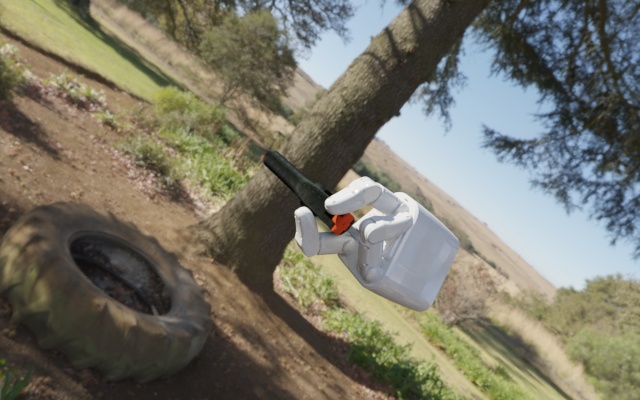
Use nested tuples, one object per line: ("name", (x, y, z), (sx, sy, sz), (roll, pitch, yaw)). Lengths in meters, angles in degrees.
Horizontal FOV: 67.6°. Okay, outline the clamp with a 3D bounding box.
("clamp", (0.000, 0.001, 0.588), (0.120, 0.039, 0.171), (32, 9, -38))
